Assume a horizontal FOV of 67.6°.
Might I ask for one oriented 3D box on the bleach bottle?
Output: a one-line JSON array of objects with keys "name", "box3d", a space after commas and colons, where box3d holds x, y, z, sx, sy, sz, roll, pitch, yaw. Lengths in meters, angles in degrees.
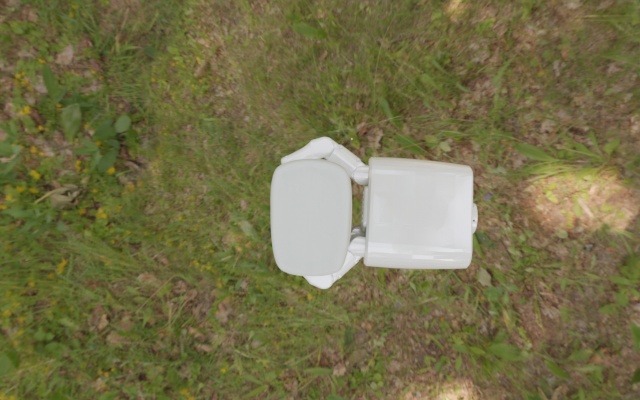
[{"name": "bleach bottle", "box3d": [0.000, 0.002, 0.513, 0.068, 0.102, 0.251, 2, 7, 4]}]
